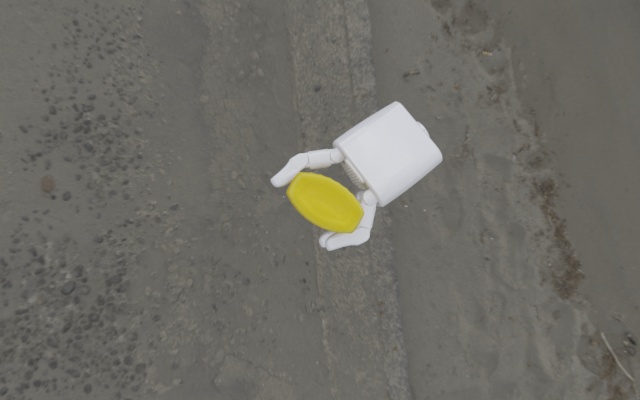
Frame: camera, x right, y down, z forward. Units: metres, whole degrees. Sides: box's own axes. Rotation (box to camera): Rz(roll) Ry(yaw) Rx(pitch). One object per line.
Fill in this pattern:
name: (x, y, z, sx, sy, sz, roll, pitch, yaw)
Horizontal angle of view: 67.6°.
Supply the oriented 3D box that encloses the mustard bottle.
mustard bottle: (0.000, 0.002, 0.658, 0.096, 0.058, 0.191, 30, -2, -4)
